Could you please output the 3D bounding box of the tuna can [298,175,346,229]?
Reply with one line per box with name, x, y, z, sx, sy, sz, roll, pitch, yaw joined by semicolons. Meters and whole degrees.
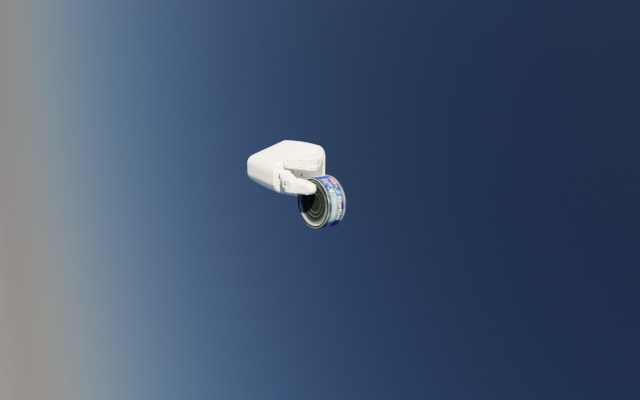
tuna can;0.000;0.003;0.776;0.034;0.086;0.086;-9;5;-39
